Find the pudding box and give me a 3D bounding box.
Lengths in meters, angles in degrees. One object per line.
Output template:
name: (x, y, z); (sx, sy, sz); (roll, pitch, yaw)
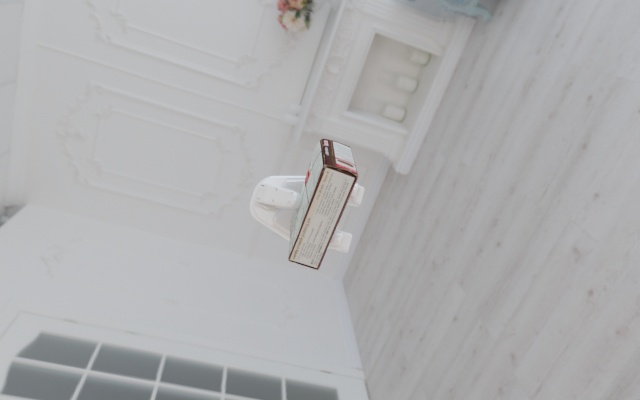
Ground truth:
pudding box: (0.000, 0.002, 0.501); (0.039, 0.113, 0.090); (16, 23, -10)
